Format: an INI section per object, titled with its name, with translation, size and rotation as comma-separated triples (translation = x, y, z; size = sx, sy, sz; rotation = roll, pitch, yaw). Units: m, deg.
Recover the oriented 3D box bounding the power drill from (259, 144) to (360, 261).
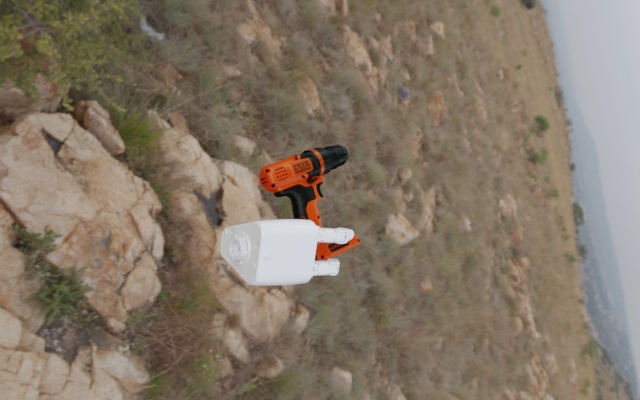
[power drill]
translation = 0.000, 0.003, 0.833
size = 0.184, 0.187, 0.057
rotation = -22, 0, -33
